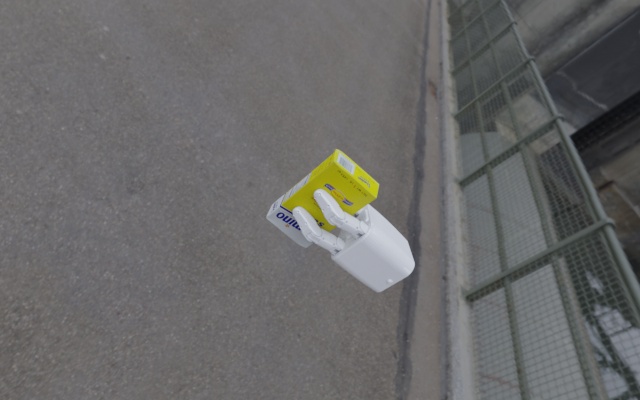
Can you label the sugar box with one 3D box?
[{"bbox_3d":[0.000,0.003,0.781,0.176,0.093,0.048,-40,19,33],"label":"sugar box"}]
